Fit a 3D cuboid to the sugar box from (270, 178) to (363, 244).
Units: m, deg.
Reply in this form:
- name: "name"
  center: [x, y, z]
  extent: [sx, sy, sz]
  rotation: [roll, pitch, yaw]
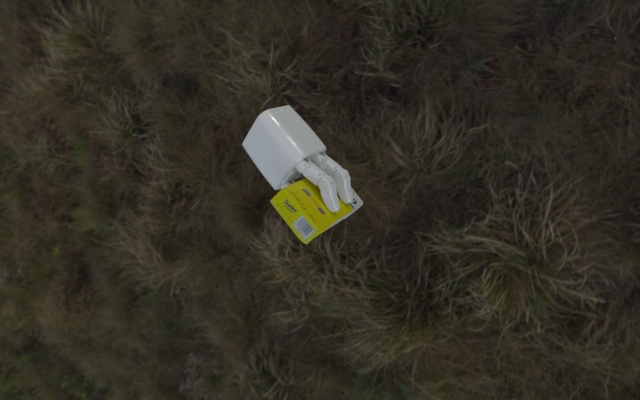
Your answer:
- name: "sugar box"
  center: [0.000, 0.002, 0.826]
  extent: [0.048, 0.093, 0.176]
  rotation: [-43, -7, 34]
